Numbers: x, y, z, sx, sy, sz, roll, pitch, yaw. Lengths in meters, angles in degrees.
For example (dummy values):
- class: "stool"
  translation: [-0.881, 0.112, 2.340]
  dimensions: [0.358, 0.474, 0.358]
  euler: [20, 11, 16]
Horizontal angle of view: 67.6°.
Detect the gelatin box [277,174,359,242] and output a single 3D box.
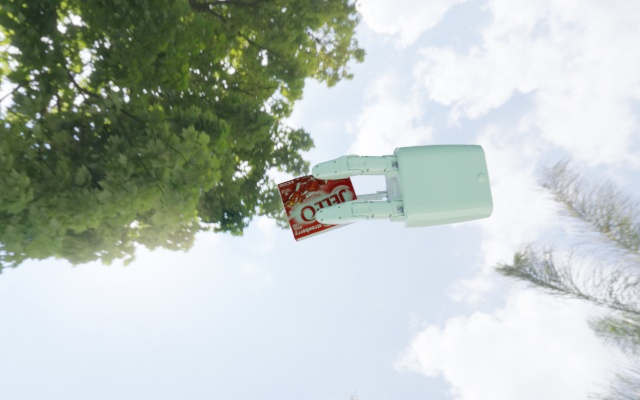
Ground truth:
- class: "gelatin box"
  translation: [0.000, 0.002, 0.585]
  dimensions: [0.089, 0.073, 0.030]
  euler: [-18, -12, -1]
